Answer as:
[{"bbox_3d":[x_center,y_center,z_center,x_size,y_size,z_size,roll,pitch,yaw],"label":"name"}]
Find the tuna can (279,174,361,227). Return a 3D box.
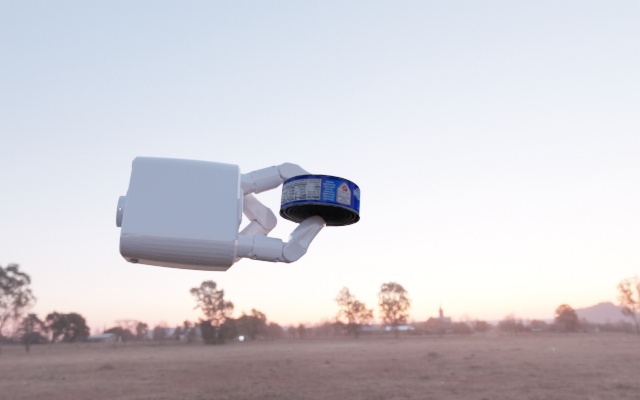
[{"bbox_3d":[0.000,0.001,0.504,0.086,0.033,0.086,4,-17,1],"label":"tuna can"}]
